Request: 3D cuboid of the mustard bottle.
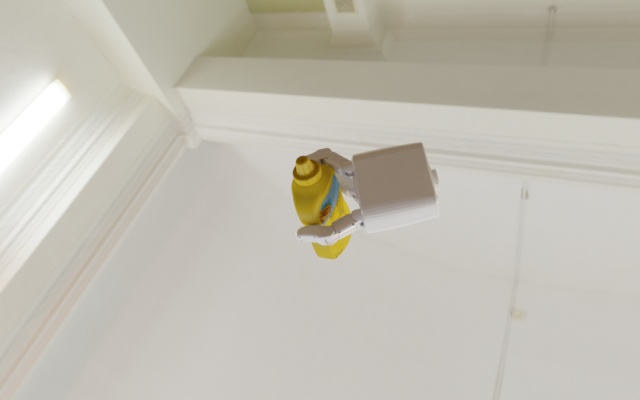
[{"bbox_3d":[0.000,0.003,0.723,0.058,0.096,0.192,8,-34,24],"label":"mustard bottle"}]
